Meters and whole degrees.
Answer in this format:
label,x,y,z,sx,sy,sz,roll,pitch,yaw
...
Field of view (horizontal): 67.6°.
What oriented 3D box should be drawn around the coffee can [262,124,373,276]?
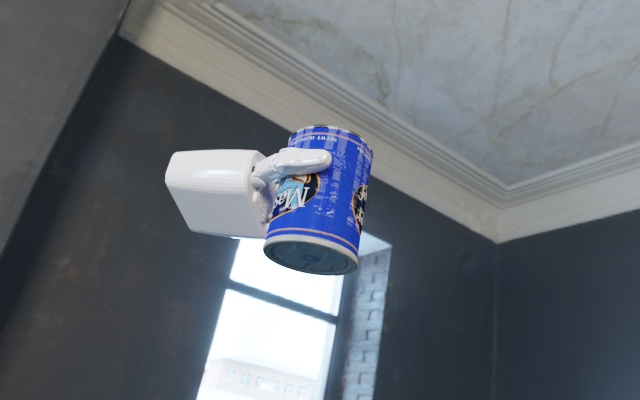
label,x,y,z,sx,sy,sz,roll,pitch,yaw
coffee can,0.000,0.002,0.537,0.103,0.140,0.103,9,-26,4
